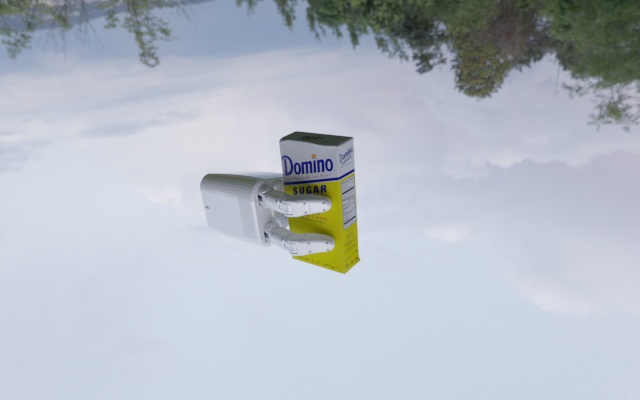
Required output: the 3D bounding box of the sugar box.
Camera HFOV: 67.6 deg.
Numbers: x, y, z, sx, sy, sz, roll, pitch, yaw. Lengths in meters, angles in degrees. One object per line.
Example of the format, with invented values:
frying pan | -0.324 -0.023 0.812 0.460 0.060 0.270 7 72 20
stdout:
sugar box | 0.000 0.002 0.625 0.093 0.176 0.048 11 30 34
